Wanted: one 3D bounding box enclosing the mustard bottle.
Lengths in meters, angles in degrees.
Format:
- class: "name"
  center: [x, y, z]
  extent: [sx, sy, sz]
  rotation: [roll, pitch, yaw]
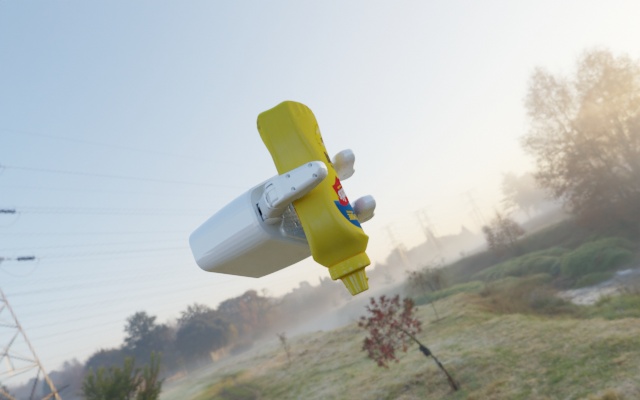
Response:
- class: "mustard bottle"
  center: [0.000, 0.001, 0.470]
  extent: [0.058, 0.191, 0.096]
  rotation: [-25, -12, 7]
